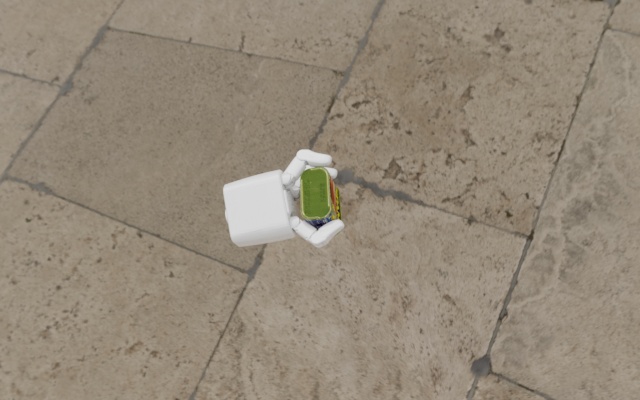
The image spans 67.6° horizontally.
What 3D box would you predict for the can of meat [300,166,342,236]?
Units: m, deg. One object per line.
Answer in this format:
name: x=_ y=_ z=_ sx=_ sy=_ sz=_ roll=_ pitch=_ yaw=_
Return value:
can of meat: x=0.000 y=0.003 z=0.826 sx=0.057 sy=0.102 sz=0.084 roll=-9 pitch=-25 yaw=11
